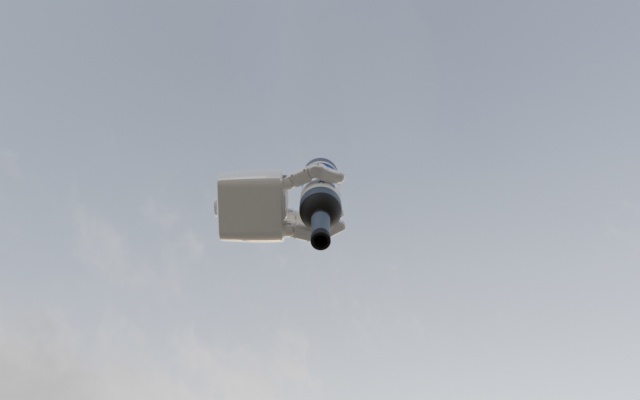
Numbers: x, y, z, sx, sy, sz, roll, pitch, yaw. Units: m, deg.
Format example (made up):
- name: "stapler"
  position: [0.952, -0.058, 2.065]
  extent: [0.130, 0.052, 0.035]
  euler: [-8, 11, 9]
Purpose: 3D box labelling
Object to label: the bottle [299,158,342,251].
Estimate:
- name: "bottle"
  position: [0.000, 0.002, 0.773]
  extent: [0.069, 0.069, 0.295]
  euler: [0, 21, 0]
